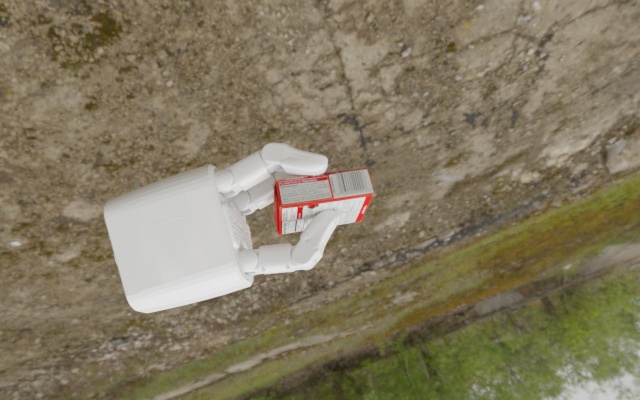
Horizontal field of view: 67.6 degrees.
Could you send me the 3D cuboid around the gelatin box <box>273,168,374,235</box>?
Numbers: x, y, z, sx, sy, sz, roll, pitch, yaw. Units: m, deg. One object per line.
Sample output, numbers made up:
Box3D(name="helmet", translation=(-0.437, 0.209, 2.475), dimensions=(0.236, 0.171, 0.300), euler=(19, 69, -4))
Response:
Box3D(name="gelatin box", translation=(0.000, 0.002, 0.455), dimensions=(0.089, 0.030, 0.073), euler=(-8, -22, -8))
